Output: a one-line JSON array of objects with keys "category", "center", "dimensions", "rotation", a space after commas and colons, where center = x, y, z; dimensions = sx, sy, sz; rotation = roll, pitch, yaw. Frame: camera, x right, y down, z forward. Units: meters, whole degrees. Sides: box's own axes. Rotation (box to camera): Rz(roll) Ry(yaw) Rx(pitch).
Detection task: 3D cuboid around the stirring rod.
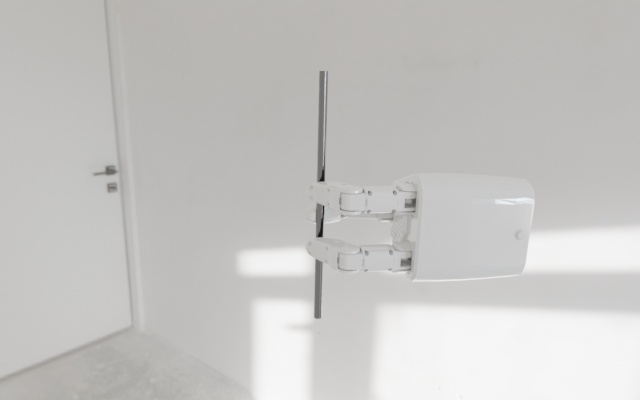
[{"category": "stirring rod", "center": [0.000, 0.002, 0.454], "dimensions": [0.011, 0.239, 0.011], "rotation": [1, 14, 0]}]
